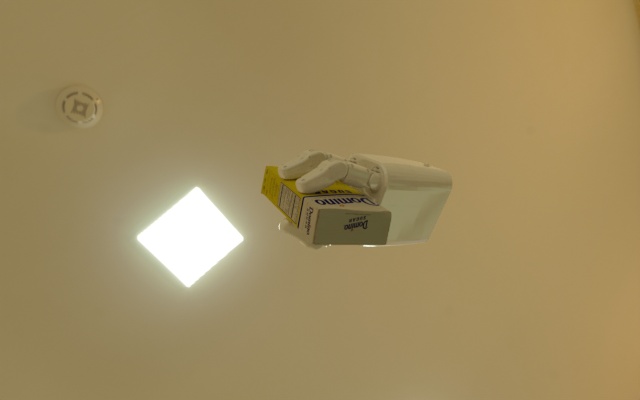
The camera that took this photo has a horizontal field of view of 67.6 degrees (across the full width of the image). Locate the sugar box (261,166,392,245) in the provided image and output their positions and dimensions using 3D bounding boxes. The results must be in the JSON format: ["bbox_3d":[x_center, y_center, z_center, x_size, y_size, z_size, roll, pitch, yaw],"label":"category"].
[{"bbox_3d":[0.000,0.001,0.574,0.093,0.048,0.176,3,14,-27],"label":"sugar box"}]
